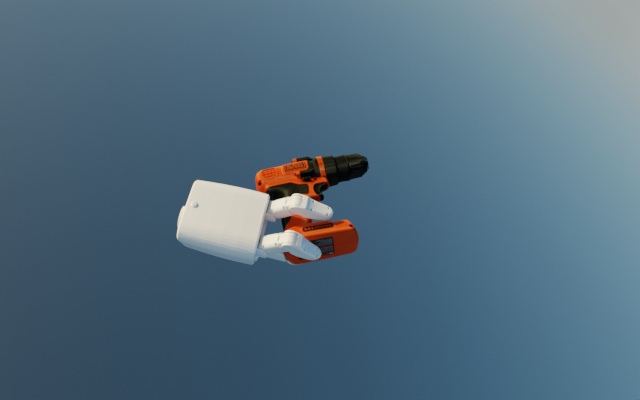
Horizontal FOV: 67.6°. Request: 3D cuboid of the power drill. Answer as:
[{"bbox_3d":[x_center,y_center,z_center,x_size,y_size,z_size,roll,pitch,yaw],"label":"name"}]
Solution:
[{"bbox_3d":[0.000,0.003,0.720,0.184,0.057,0.187,-13,41,-3],"label":"power drill"}]
